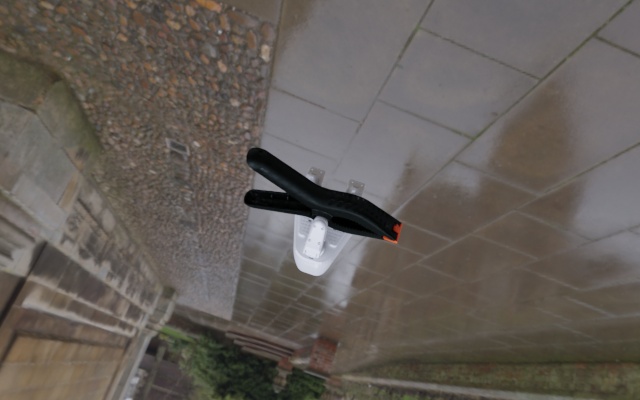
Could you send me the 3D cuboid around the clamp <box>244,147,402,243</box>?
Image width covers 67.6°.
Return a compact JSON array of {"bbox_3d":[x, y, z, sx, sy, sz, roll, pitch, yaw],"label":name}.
[{"bbox_3d":[0.000,0.003,0.578,0.210,0.036,0.165,18,-18,3],"label":"clamp"}]
